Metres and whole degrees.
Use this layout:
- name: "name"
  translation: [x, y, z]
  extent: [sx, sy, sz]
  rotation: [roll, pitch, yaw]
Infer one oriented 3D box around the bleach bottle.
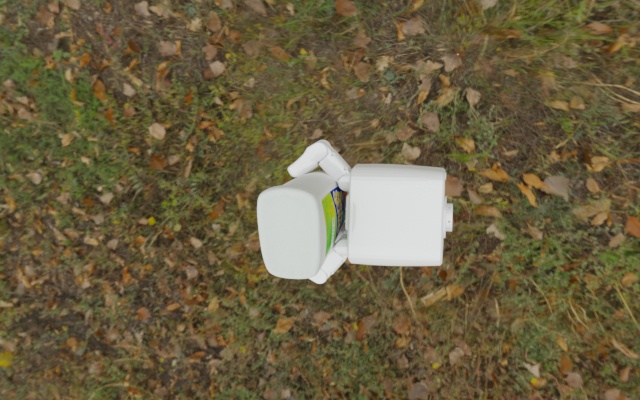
- name: "bleach bottle"
  translation: [0.000, 0.002, 0.592]
  extent: [0.068, 0.102, 0.250]
  rotation: [2, 17, 15]
